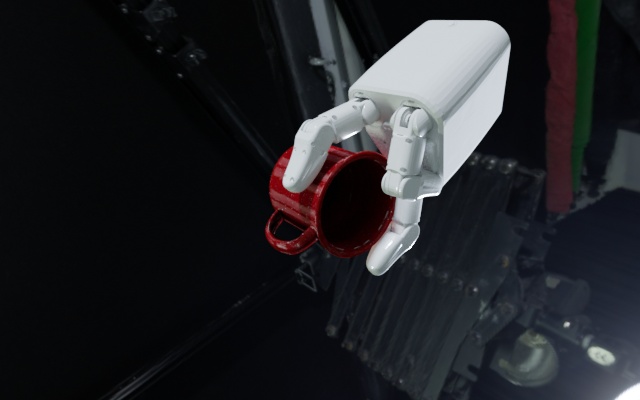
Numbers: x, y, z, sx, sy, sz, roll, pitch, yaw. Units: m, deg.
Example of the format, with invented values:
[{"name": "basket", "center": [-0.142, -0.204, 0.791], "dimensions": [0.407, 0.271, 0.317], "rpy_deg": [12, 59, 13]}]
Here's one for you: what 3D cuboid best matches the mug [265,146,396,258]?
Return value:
[{"name": "mug", "center": [-0.001, 0.002, 0.423], "dimensions": [0.117, 0.093, 0.081], "rpy_deg": [-45, 40, -18]}]
